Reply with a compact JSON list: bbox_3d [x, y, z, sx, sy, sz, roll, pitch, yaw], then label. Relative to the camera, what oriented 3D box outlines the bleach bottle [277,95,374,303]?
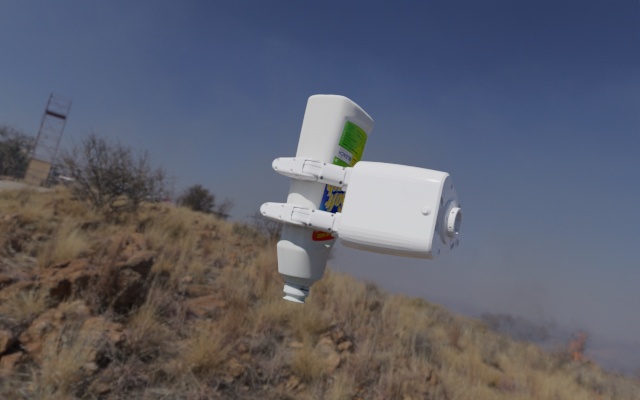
[{"bbox_3d":[0.000,0.002,0.601,0.068,0.251,0.102,8,-9,31],"label":"bleach bottle"}]
